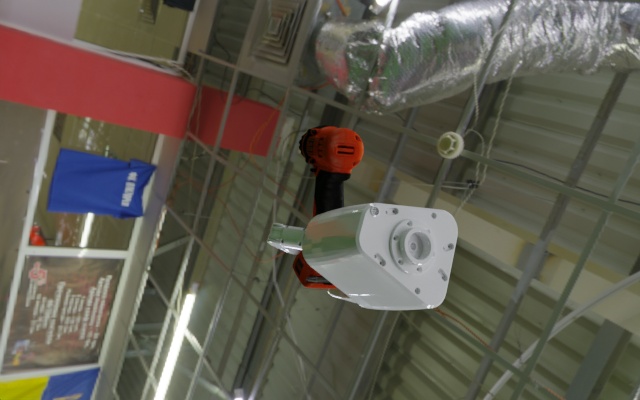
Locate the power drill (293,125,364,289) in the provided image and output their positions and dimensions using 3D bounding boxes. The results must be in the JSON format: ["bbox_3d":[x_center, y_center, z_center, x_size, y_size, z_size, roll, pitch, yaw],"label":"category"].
[{"bbox_3d":[0.000,0.002,0.586,0.057,0.187,0.184,1,7,-11],"label":"power drill"}]
